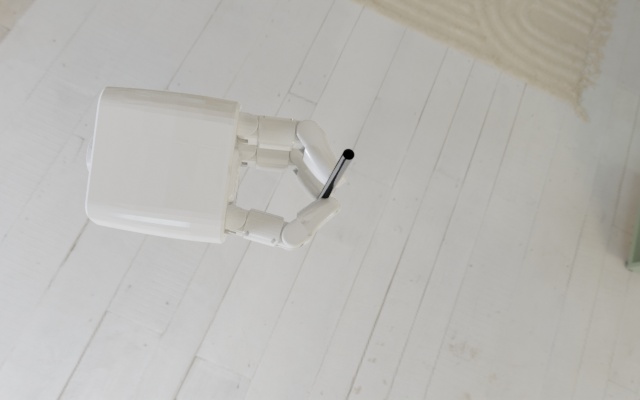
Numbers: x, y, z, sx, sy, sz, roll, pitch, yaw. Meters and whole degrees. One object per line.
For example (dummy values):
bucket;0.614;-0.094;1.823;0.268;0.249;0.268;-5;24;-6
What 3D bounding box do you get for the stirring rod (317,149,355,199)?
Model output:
stirring rod;0.000;0.001;0.427;0.011;0.011;0.239;0;-15;-9
